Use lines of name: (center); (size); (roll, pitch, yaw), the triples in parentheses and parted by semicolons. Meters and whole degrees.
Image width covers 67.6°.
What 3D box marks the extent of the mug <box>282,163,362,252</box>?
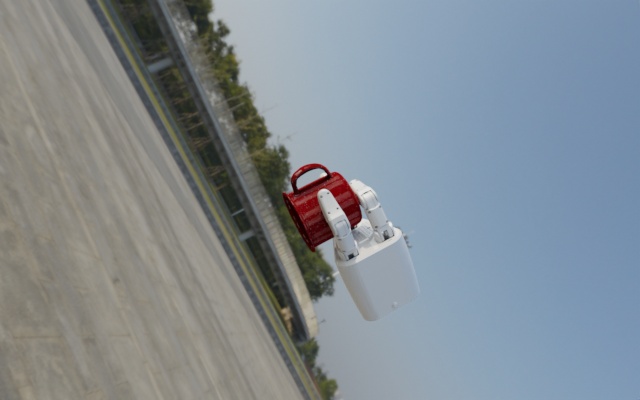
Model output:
mug: (0.000, 0.001, 0.654); (0.081, 0.117, 0.093); (-27, 25, -10)
